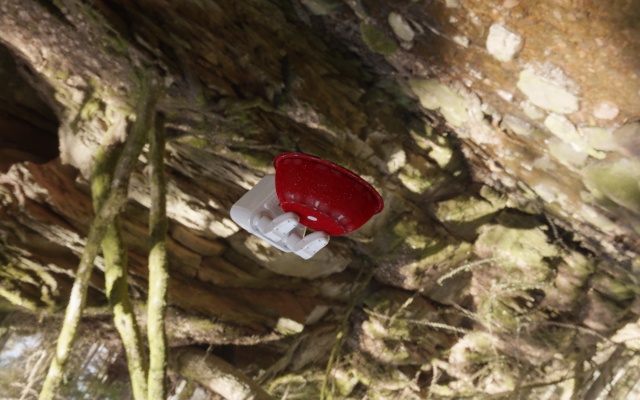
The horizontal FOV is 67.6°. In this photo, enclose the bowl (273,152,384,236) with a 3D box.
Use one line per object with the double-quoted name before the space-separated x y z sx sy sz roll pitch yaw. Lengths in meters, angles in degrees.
"bowl" 0.000 0.002 0.635 0.162 0.055 0.162 22 -19 8
